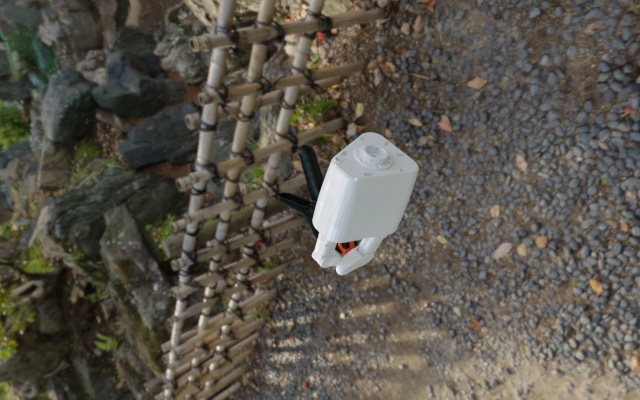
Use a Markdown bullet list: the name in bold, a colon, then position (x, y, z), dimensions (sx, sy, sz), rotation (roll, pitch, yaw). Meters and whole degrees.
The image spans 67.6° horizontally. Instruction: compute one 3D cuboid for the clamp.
- **clamp**: position (0.000, 0.003, 0.709), dimensions (0.039, 0.120, 0.171), rotation (-22, 53, -35)
